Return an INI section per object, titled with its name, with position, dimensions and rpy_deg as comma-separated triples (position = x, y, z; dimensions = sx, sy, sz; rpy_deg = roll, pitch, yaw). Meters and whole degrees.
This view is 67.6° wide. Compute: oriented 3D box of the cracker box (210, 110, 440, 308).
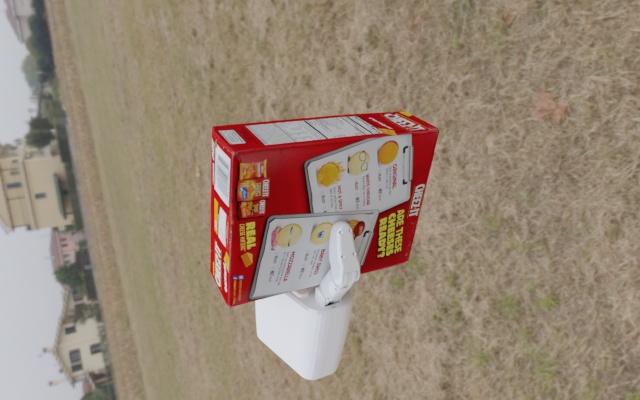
[cracker box]
position = 0.000, 0.002, 0.478
dimensions = 0.213, 0.164, 0.072
rpy_deg = -10, 34, -28
